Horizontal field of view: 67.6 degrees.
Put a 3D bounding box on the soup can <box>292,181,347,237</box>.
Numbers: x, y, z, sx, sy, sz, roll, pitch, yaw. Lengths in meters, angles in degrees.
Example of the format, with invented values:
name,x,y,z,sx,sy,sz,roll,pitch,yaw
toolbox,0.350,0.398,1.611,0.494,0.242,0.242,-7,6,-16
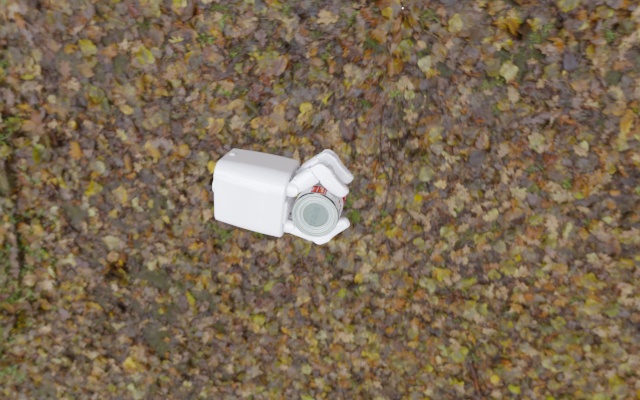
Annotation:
name,x,y,z,sx,sy,sz,roll,pitch,yaw
soup can,0.001,0.003,0.696,0.068,0.068,0.102,0,22,10
